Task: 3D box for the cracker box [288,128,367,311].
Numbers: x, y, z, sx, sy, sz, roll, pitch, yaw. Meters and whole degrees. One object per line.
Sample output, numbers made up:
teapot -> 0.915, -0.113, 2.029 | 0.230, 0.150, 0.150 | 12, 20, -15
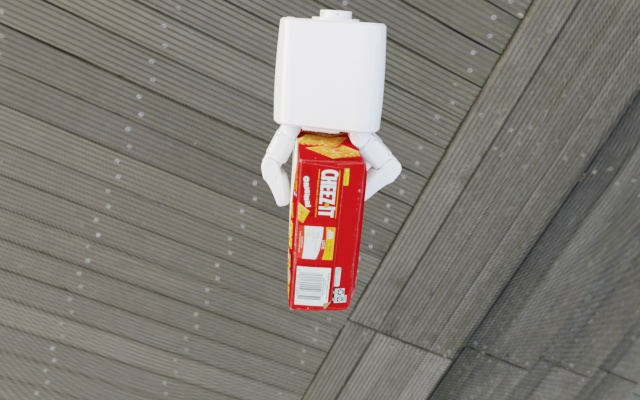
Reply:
cracker box -> 0.000, 0.002, 0.559 | 0.072, 0.164, 0.213 | 3, 20, -4
